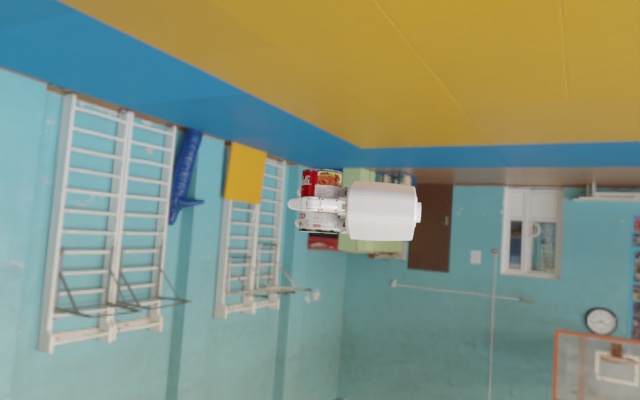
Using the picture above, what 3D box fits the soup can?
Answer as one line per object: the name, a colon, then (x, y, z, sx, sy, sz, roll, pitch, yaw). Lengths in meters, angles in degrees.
soup can: (0.000, 0.003, 0.794, 0.068, 0.102, 0.068, 4, -5, 0)
